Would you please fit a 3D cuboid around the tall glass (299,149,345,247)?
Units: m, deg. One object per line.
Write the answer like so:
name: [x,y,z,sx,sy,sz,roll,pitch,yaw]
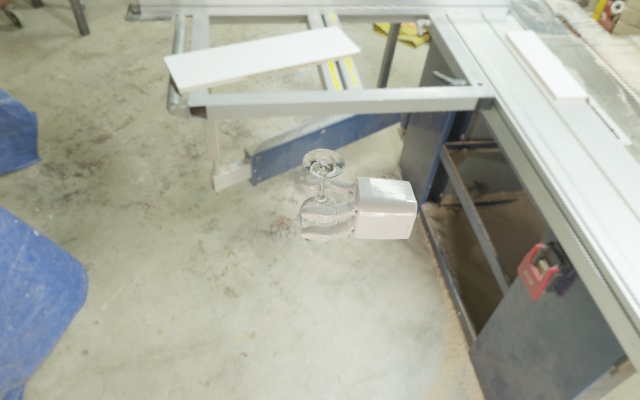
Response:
tall glass: [0.000,0.002,0.895,0.079,0.079,0.201,0,-43,-5]
